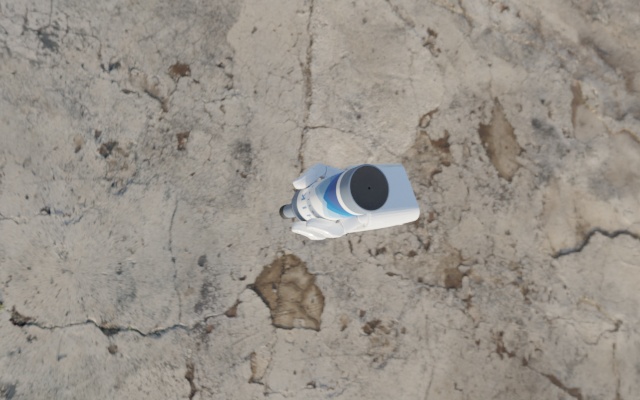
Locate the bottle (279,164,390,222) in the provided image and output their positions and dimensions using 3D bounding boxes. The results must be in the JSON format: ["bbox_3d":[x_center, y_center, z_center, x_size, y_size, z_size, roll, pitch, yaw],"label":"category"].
[{"bbox_3d":[0.000,0.002,0.774,0.069,0.069,0.296,0,-8,-27],"label":"bottle"}]
